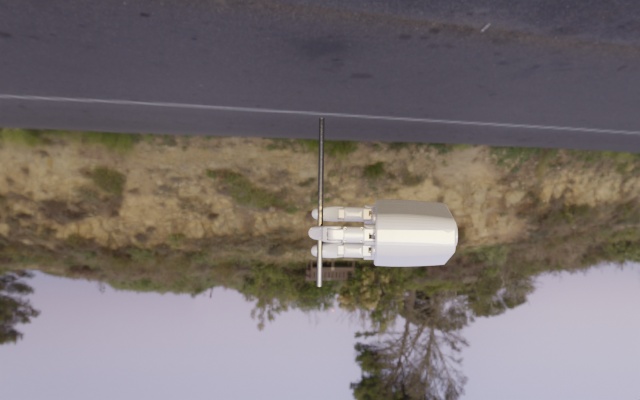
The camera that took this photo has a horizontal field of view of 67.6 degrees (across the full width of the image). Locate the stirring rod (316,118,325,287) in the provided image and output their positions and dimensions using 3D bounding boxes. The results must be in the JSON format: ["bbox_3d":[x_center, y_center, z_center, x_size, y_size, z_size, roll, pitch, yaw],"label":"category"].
[{"bbox_3d":[0.000,0.002,0.684,0.011,0.239,0.011,1,-1,0],"label":"stirring rod"}]
